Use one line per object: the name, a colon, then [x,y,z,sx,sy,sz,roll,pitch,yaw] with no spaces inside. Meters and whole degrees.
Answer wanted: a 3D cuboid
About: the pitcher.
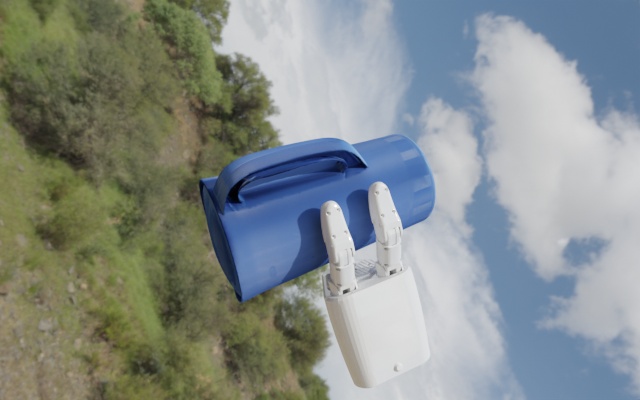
pitcher: [0.000,0.002,0.516,0.243,0.145,0.149,-19,10,-18]
